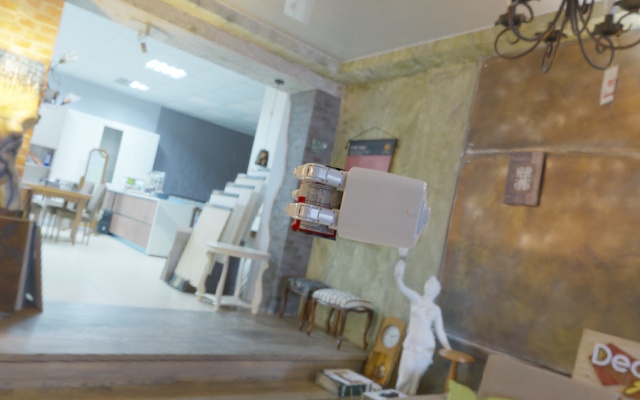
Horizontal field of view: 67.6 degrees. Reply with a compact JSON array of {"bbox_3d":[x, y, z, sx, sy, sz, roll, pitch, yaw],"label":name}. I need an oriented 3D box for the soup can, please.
[{"bbox_3d":[0.000,0.002,0.696,0.068,0.102,0.068,12,-4,1],"label":"soup can"}]
